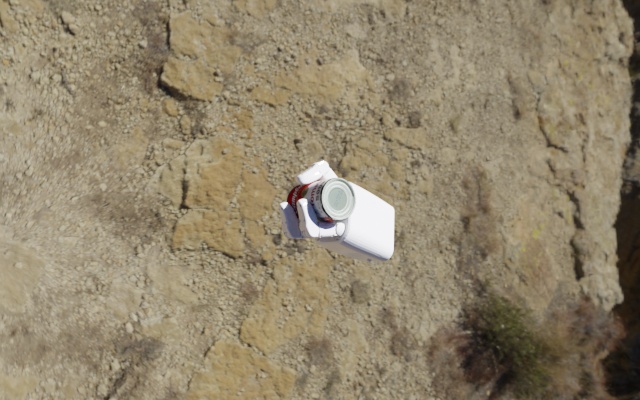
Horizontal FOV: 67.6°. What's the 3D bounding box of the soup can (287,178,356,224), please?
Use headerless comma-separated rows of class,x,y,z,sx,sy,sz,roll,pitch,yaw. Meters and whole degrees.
soup can,0.000,0.002,0.762,0.068,0.068,0.102,0,-5,-34
